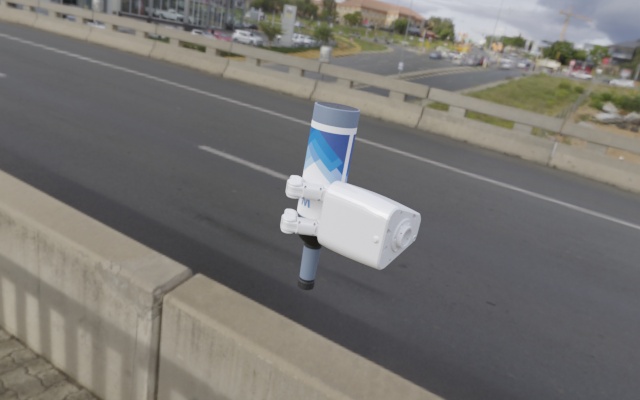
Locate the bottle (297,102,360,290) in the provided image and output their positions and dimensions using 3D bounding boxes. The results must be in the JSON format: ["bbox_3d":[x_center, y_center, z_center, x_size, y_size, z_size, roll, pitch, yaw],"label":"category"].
[{"bbox_3d":[0.000,0.002,0.731,0.069,0.296,0.069,9,19,-3],"label":"bottle"}]
